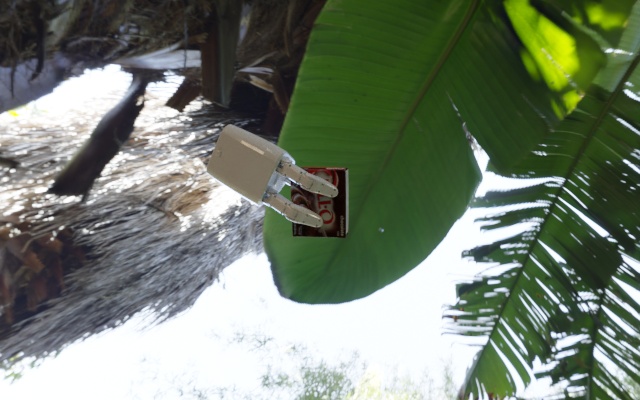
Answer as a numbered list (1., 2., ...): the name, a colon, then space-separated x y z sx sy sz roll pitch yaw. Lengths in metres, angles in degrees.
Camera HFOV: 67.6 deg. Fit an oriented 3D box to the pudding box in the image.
1. pudding box: 0.000 0.002 0.774 0.090 0.113 0.039 1 11 13
